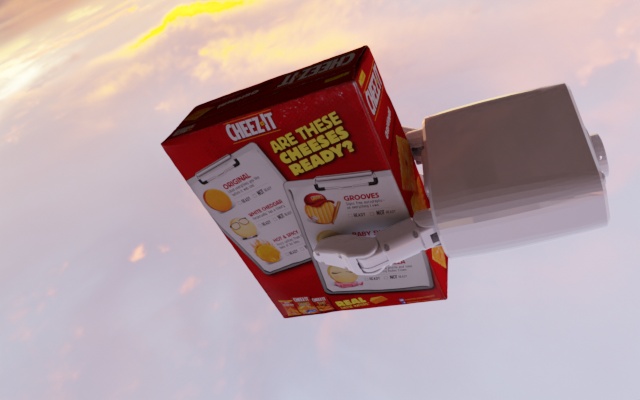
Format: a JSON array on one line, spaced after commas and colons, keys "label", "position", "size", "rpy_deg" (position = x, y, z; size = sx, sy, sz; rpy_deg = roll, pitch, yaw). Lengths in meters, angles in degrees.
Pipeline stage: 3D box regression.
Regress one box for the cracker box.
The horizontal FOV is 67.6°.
[{"label": "cracker box", "position": [0.000, 0.002, 0.404], "size": [0.164, 0.214, 0.072], "rpy_deg": [-12, 34, 24]}]
